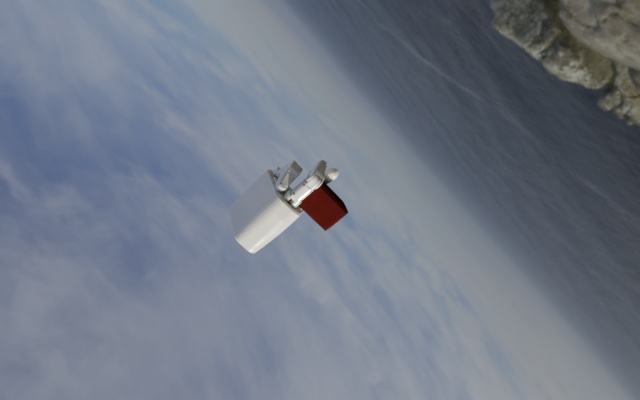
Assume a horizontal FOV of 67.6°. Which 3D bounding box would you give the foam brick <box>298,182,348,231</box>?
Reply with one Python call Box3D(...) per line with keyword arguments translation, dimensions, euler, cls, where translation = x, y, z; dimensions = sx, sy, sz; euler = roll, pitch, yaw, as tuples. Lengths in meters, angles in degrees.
Box3D(translation=(0.000, 0.003, 0.814), dimensions=(0.051, 0.078, 0.053), euler=(-42, 18, 10), cls="foam brick")
